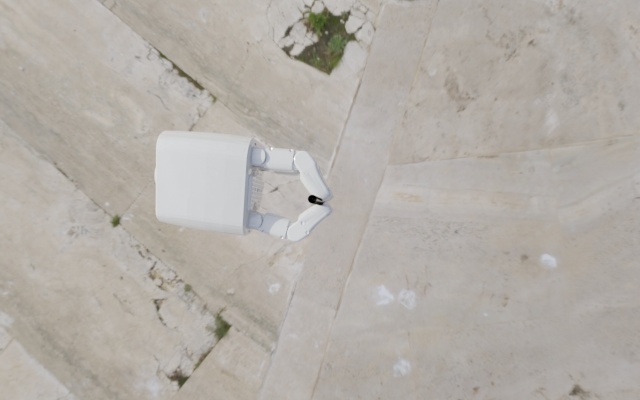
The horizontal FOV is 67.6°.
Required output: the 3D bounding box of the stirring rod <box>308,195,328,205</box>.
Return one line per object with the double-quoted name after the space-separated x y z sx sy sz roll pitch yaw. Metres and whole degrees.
0.000 0.002 0.546 0.011 0.011 0.239 0 -1 4 "stirring rod"
